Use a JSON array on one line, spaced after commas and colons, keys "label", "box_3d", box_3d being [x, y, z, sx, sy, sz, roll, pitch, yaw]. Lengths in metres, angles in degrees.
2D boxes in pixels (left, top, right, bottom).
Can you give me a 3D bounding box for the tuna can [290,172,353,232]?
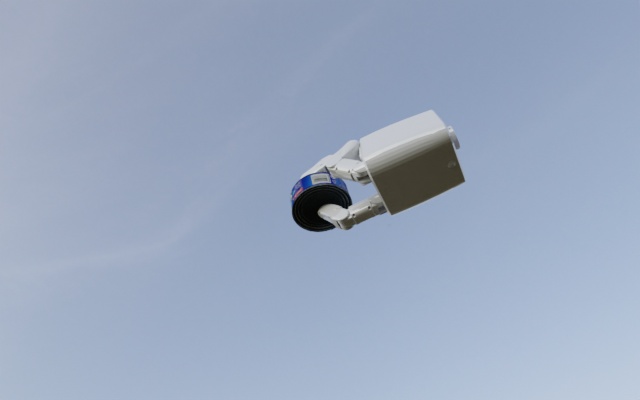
[{"label": "tuna can", "box_3d": [0.000, 0.002, 0.675, 0.086, 0.086, 0.033, 0, 39, -11]}]
